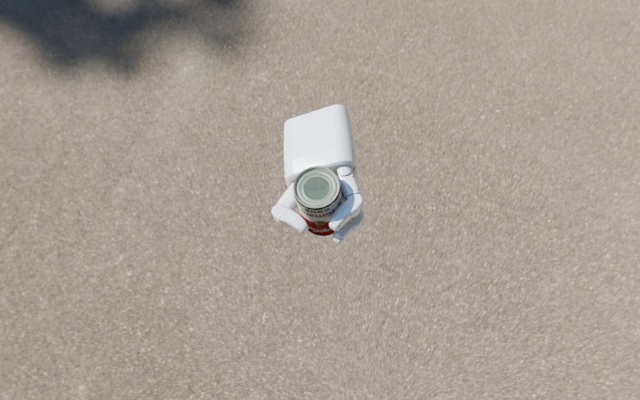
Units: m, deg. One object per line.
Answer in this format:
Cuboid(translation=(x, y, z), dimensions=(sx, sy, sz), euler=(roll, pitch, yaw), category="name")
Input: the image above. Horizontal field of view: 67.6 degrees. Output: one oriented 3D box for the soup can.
Cuboid(translation=(0.000, 0.003, 0.691), dimensions=(0.068, 0.068, 0.102), euler=(0, -25, 6), category="soup can")
